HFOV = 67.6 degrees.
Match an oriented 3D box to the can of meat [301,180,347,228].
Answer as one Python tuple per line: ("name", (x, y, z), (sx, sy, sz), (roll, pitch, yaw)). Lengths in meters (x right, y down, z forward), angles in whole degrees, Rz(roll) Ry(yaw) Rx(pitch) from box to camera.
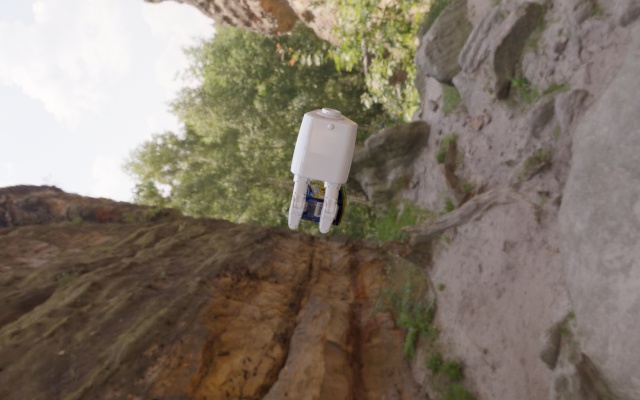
("can of meat", (0.000, 0.003, 0.879), (0.084, 0.057, 0.102), (11, 22, -6))
